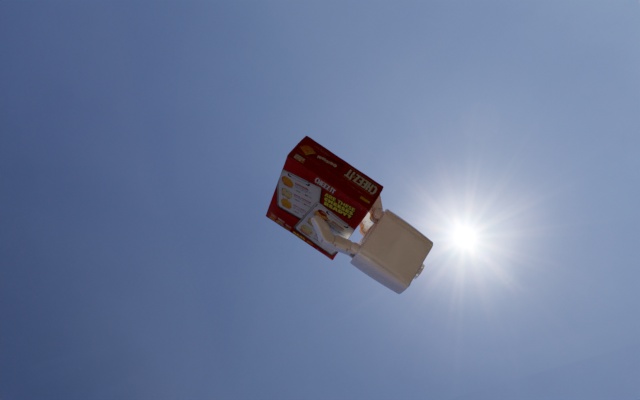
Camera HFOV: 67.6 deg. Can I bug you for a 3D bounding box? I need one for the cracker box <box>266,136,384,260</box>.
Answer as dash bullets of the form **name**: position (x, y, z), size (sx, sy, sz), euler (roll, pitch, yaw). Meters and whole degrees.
- **cracker box**: position (0.000, 0.003, 0.879), size (0.164, 0.072, 0.214), euler (34, -34, 4)
